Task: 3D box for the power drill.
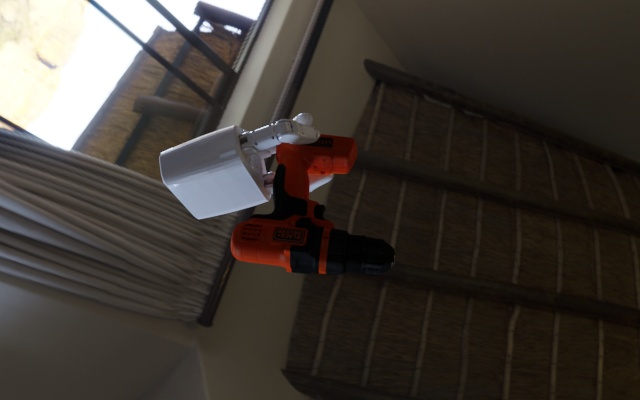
[{"bbox_3d":[0.000,0.002,0.576,0.184,0.187,0.057,7,-40,3],"label":"power drill"}]
